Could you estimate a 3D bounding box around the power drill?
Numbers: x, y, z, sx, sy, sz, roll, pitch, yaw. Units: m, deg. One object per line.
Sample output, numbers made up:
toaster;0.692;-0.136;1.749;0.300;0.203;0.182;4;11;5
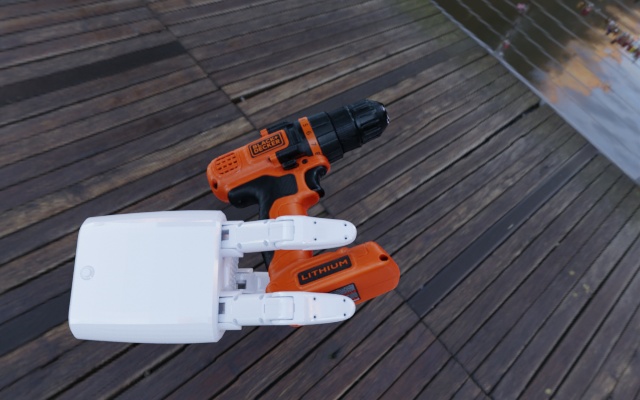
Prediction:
power drill;0.000;0.002;0.424;0.184;0.187;0.057;-24;-37;2
